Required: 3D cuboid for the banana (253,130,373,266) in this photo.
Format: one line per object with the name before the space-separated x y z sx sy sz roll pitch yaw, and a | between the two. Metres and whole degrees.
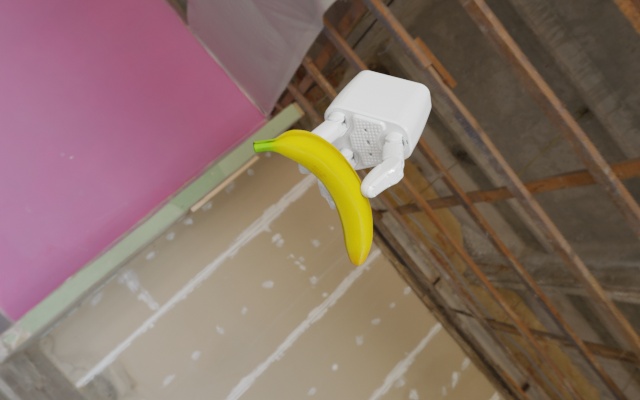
banana | 0.013 -0.010 0.529 0.069 0.198 0.037 -31 25 18
